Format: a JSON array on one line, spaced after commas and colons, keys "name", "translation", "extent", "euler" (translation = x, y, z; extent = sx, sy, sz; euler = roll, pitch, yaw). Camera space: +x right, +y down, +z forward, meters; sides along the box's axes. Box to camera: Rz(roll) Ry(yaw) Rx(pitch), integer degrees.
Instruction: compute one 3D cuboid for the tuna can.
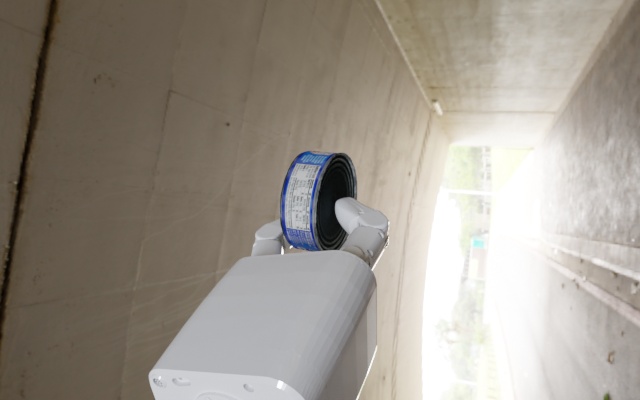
[{"name": "tuna can", "translation": [0.000, 0.001, 0.402], "extent": [0.034, 0.086, 0.086], "euler": [8, 3, 24]}]
